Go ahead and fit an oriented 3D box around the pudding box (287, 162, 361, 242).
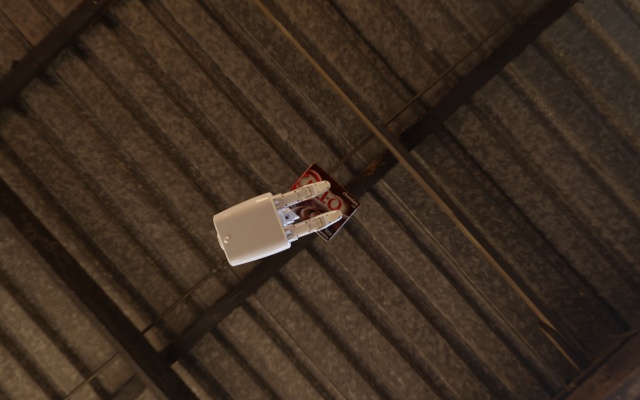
[{"bbox_3d":[0.000,0.003,0.842,0.113,0.090,0.039,41,-2,-2],"label":"pudding box"}]
